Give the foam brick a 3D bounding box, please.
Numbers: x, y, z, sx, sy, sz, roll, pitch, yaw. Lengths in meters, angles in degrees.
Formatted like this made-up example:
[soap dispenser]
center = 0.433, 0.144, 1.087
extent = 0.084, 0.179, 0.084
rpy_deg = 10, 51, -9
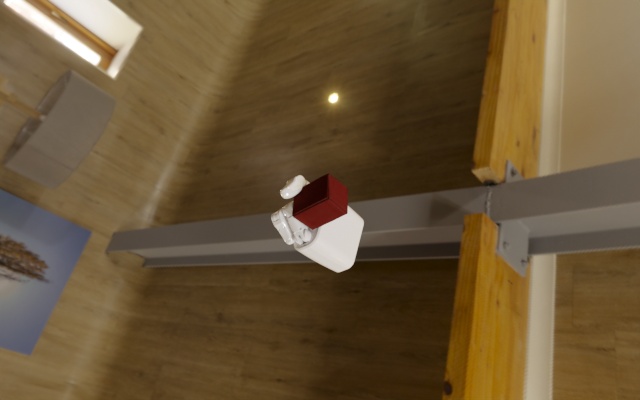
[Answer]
[foam brick]
center = 0.000, 0.002, 0.770
extent = 0.078, 0.053, 0.051
rpy_deg = -27, -47, 33
